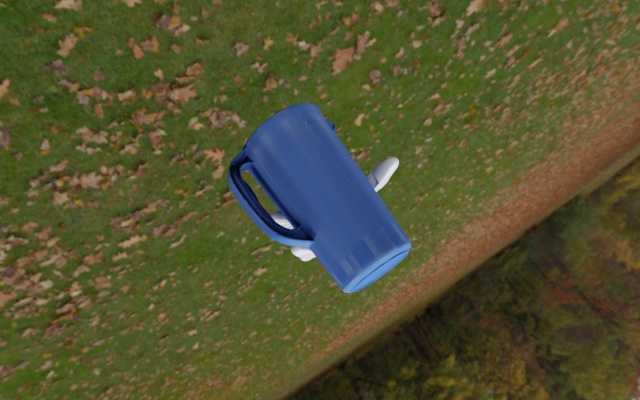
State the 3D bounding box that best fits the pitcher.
[{"bbox_3d":[0.000,0.002,0.639,0.149,0.242,0.145,-40,-18,12],"label":"pitcher"}]
